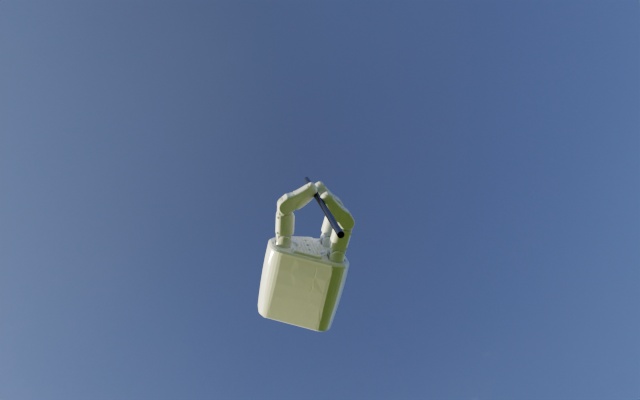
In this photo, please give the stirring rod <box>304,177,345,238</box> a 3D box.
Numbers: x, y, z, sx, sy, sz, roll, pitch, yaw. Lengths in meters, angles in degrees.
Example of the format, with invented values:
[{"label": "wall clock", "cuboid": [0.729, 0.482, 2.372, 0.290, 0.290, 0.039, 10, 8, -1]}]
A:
[{"label": "stirring rod", "cuboid": [0.000, 0.002, 0.618, 0.011, 0.011, 0.239, 0, 17, -11]}]
